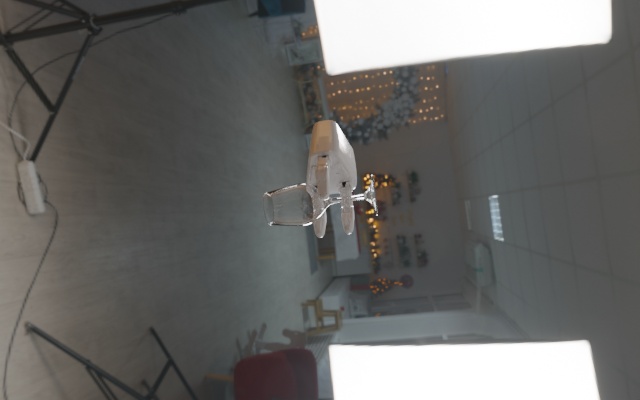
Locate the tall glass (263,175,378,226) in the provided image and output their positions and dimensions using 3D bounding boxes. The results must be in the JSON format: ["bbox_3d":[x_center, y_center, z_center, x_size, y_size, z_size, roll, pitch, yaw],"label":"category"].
[{"bbox_3d":[0.001,0.003,0.870,0.201,0.079,0.079,-8,-1,9],"label":"tall glass"}]
